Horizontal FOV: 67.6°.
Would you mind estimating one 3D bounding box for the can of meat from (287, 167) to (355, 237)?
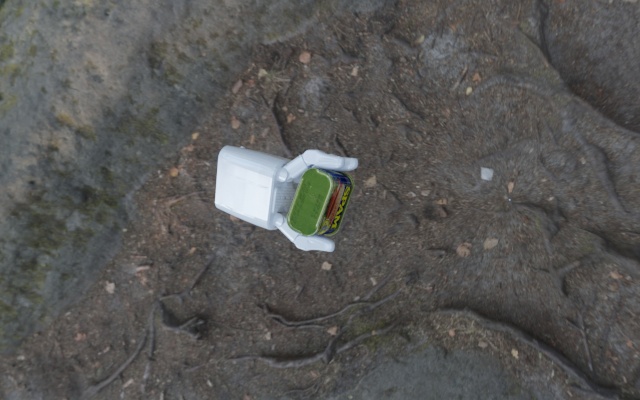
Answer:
[{"bbox_3d":[0.000,0.002,0.707,0.057,0.102,0.084,23,8,21],"label":"can of meat"}]
